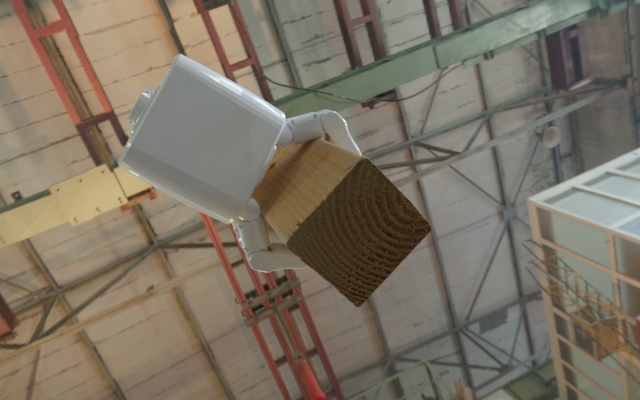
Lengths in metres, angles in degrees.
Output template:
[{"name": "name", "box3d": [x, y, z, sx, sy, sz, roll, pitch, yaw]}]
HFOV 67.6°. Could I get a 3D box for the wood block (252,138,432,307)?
[{"name": "wood block", "box3d": [0.000, 0.001, 0.456, 0.090, 0.091, 0.206, 43, -2, -24]}]
